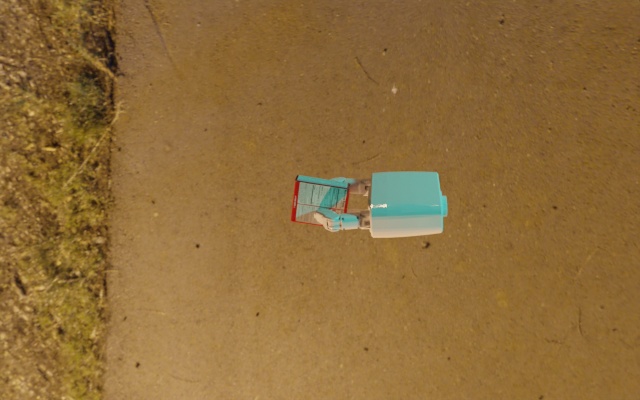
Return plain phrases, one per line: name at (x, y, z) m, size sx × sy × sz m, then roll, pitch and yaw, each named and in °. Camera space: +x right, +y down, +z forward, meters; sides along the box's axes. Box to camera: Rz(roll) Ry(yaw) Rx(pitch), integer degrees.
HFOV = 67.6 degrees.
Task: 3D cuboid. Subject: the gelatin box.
gelatin box at (0.000, 0.003, 0.771) m, size 0.089 × 0.073 × 0.030 m, roll 8°, pitch 23°, yaw 1°
